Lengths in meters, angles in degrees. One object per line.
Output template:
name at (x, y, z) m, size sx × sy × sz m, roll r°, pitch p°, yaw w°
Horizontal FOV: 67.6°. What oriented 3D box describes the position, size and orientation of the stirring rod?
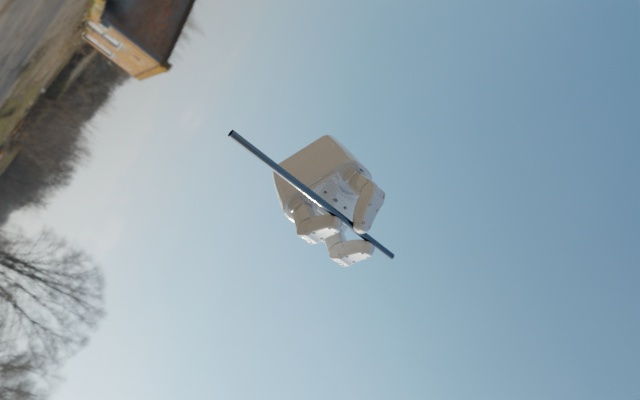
stirring rod at (0.000, 0.002, 0.501) m, size 0.240 × 0.011 × 0.011 m, roll 38°, pitch -21°, yaw -29°
